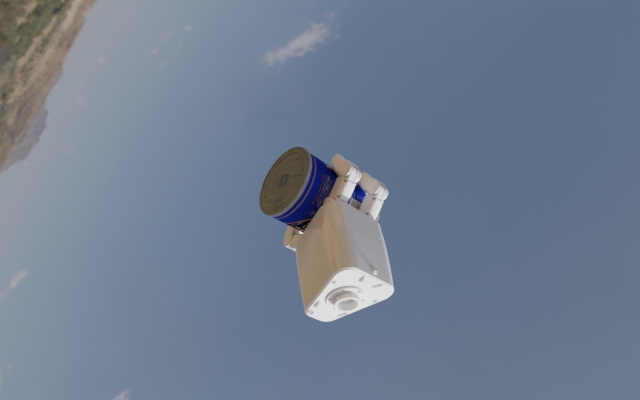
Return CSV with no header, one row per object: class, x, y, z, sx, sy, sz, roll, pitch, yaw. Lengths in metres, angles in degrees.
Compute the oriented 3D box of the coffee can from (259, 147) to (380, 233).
coffee can,0.000,0.002,0.675,0.140,0.102,0.103,30,-18,-33
